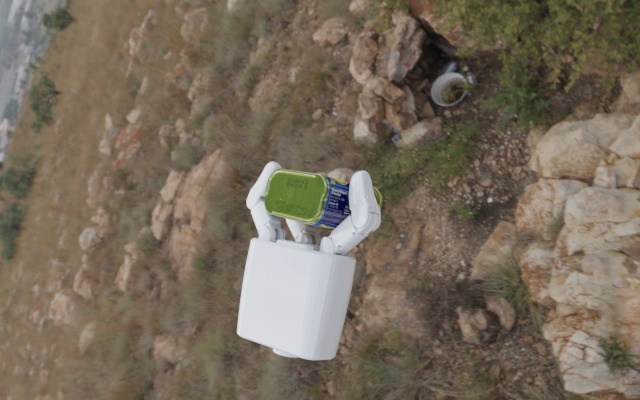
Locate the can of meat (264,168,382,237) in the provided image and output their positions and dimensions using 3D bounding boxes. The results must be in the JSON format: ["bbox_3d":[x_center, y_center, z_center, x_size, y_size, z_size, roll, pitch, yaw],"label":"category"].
[{"bbox_3d":[0.000,0.002,0.518,0.084,0.057,0.102,14,-3,-42],"label":"can of meat"}]
